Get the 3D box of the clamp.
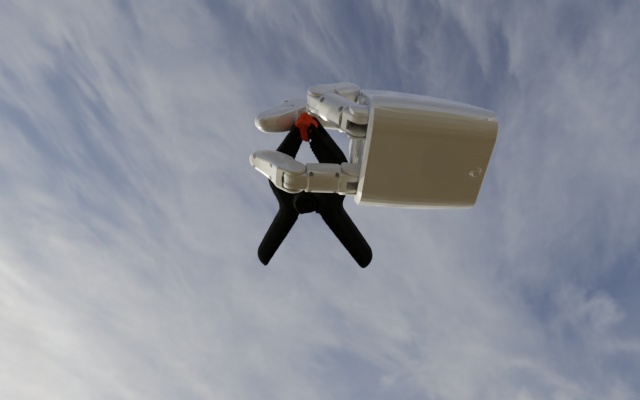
[{"bbox_3d":[0.000,0.001,0.470,0.120,0.172,0.039,5,33,-3],"label":"clamp"}]
